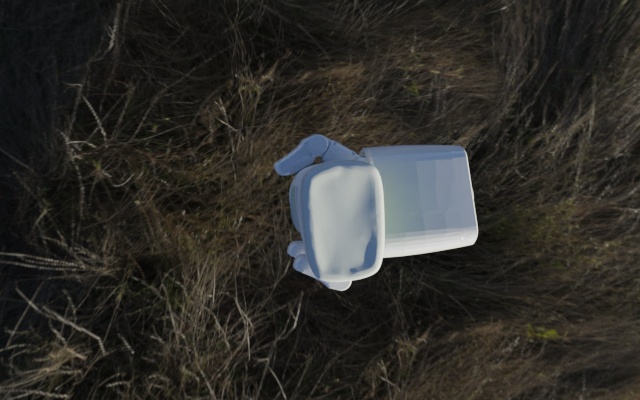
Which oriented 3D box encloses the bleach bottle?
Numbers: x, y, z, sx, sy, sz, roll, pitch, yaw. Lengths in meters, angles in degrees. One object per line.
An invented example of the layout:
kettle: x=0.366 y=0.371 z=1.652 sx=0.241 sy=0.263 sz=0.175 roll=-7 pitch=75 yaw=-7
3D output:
bleach bottle: x=0.000 y=0.002 z=0.498 sx=0.068 sy=0.102 sz=0.251 roll=-5 pitch=9 yaw=-8
